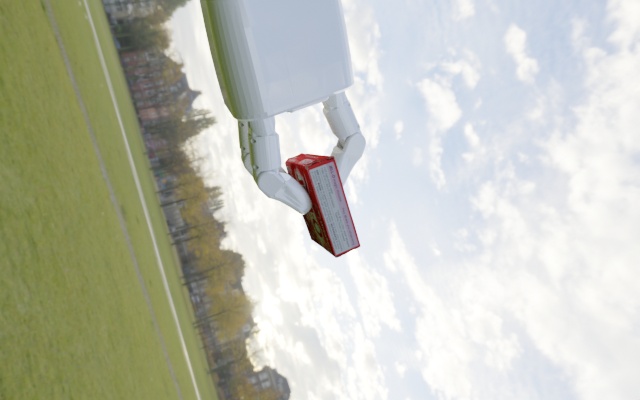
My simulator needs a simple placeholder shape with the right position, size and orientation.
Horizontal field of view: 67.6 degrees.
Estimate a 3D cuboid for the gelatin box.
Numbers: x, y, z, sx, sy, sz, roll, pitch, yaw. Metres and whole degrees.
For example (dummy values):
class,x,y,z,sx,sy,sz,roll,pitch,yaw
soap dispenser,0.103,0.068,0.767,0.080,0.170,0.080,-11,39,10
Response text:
class,x,y,z,sx,sy,sz,roll,pitch,yaw
gelatin box,0.001,0.002,0.448,0.030,0.089,0.073,-22,15,-14
